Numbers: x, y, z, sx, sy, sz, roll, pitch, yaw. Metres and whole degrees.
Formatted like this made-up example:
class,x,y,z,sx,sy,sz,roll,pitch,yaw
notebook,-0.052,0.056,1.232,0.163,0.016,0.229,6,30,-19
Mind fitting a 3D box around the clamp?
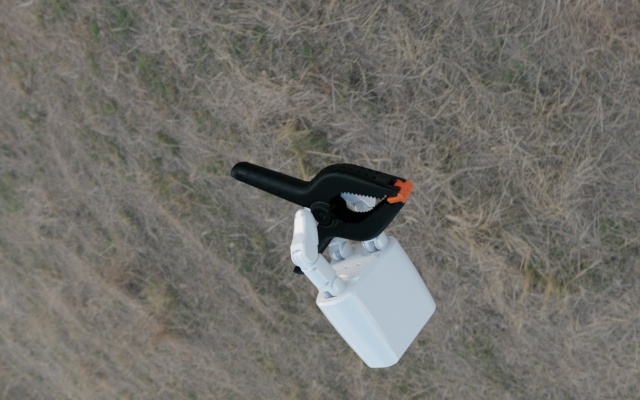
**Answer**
class,x,y,z,sx,sy,sz,roll,pitch,yaw
clamp,0.000,0.002,0.527,0.210,0.164,0.036,-21,22,41
